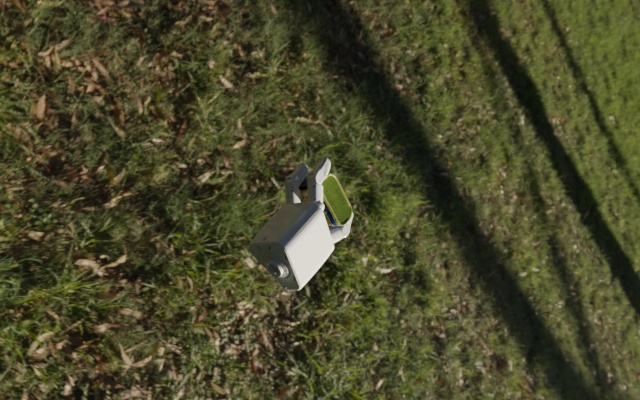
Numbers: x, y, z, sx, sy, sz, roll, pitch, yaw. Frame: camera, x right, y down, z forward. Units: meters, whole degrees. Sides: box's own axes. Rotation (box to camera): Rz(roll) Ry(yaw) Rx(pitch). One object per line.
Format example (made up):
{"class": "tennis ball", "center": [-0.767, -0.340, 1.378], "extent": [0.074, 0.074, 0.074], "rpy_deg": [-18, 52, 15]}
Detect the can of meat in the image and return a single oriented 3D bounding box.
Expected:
{"class": "can of meat", "center": [0.000, 0.003, 0.873], "extent": [0.084, 0.102, 0.057], "rpy_deg": [-9, 26, 45]}
